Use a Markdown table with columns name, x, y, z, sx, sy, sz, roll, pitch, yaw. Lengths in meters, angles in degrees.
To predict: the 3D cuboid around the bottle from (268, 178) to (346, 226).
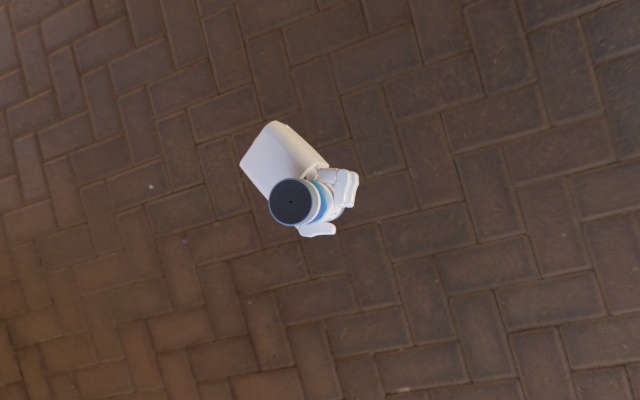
| name | x | y | z | sx | sy | sz | roll | pitch | yaw |
| --- | --- | --- | --- | --- | --- | --- | --- | --- | --- |
| bottle | 0.000 | 0.003 | 0.797 | 0.069 | 0.069 | 0.296 | 0 | 0 | 16 |
